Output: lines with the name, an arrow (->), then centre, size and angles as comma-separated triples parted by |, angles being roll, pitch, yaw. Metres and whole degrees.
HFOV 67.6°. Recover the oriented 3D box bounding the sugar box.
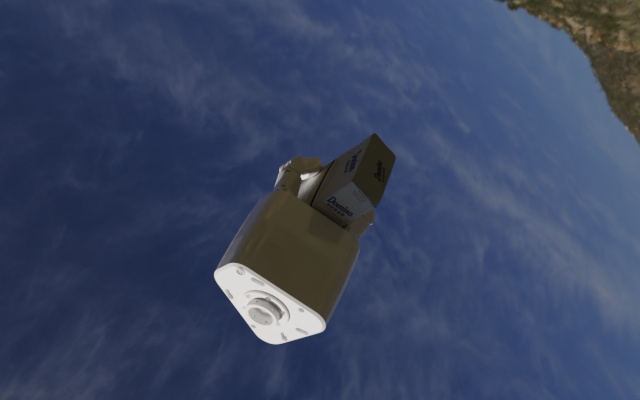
sugar box -> 0.000, 0.002, 0.544 | 0.176, 0.048, 0.093 | -28, 23, 39
